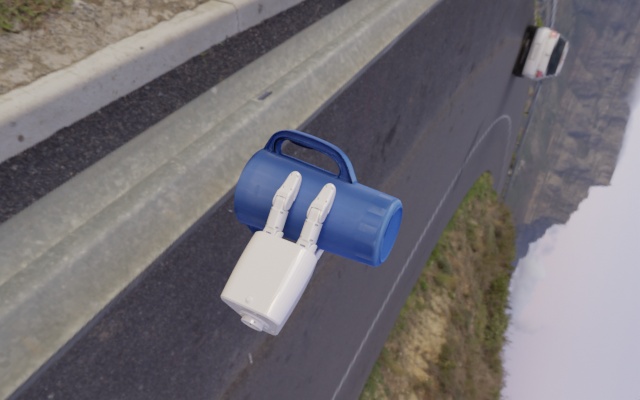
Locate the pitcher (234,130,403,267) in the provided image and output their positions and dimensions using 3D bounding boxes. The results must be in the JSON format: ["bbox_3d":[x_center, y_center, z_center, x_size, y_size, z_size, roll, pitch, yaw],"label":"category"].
[{"bbox_3d":[0.000,0.003,0.741,0.243,0.145,0.149,19,-29,20],"label":"pitcher"}]
